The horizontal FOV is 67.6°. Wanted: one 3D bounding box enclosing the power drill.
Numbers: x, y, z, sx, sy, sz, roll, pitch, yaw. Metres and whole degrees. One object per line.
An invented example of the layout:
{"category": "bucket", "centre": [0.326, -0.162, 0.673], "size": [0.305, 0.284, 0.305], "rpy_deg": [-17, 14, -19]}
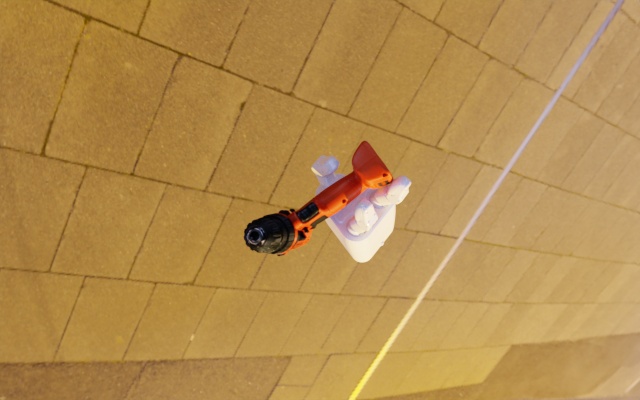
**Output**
{"category": "power drill", "centre": [0.001, 0.002, 0.608], "size": [0.187, 0.057, 0.184], "rpy_deg": [-35, -7, 9]}
